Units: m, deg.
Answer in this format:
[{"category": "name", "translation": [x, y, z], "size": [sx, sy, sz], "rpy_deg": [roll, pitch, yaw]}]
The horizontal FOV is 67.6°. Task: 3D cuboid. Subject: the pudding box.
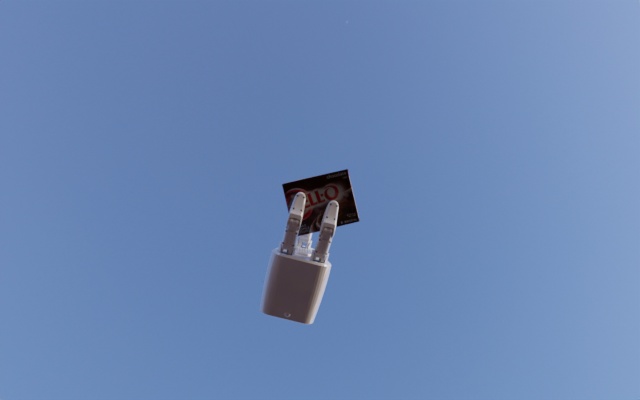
[{"category": "pudding box", "translation": [0.000, 0.003, 0.792], "size": [0.113, 0.090, 0.039], "rpy_deg": [-14, 6, -2]}]
